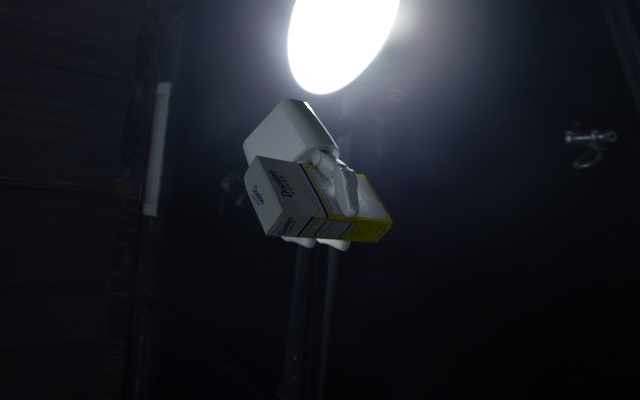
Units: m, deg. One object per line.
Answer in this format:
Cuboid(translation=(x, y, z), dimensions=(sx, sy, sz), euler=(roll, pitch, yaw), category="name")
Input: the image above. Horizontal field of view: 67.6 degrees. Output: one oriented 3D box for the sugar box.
Cuboid(translation=(0.000, 0.002, 0.584), dimensions=(0.176, 0.093, 0.048), euler=(6, -47, -38), category="sugar box")
